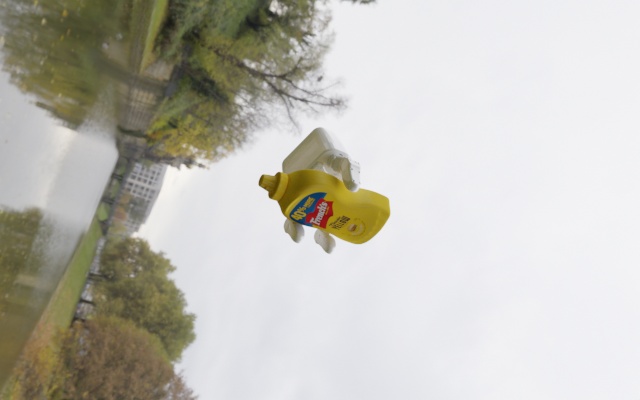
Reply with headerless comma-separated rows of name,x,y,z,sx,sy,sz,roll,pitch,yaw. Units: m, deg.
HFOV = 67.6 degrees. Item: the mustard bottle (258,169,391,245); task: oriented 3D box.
mustard bottle,0.000,0.003,0.693,0.192,0.058,0.096,21,-43,-22
